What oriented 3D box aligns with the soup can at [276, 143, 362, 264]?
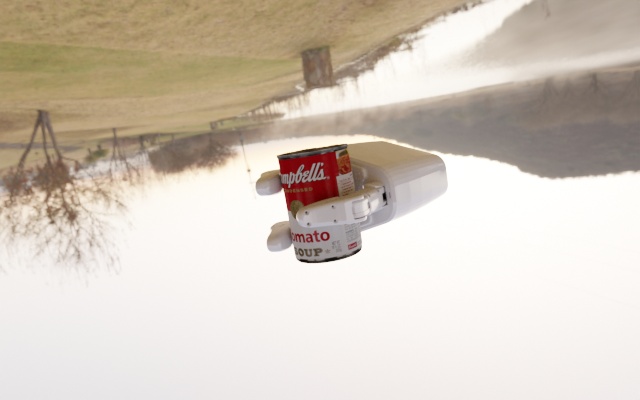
[{"bbox_3d":[0.000,0.002,0.454,0.068,0.102,0.068,-9,9,1],"label":"soup can"}]
